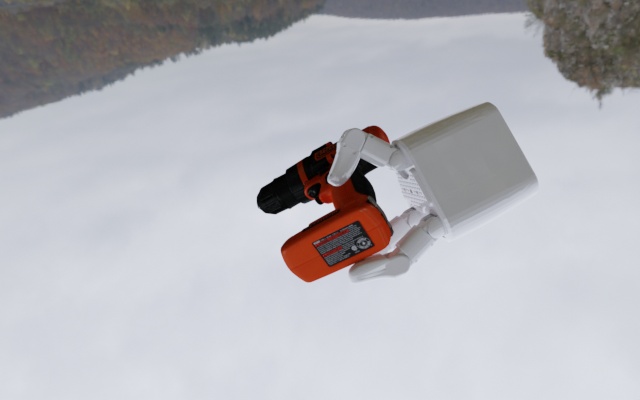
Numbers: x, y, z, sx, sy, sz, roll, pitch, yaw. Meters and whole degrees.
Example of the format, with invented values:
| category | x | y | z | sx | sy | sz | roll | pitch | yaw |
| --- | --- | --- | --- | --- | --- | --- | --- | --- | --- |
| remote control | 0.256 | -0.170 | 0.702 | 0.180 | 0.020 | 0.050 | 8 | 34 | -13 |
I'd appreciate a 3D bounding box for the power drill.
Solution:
| category | x | y | z | sx | sy | sz | roll | pitch | yaw |
| --- | --- | --- | --- | --- | --- | --- | --- | --- | --- |
| power drill | 0.000 | 0.002 | 0.528 | 0.184 | 0.057 | 0.187 | -29 | 29 | 17 |
